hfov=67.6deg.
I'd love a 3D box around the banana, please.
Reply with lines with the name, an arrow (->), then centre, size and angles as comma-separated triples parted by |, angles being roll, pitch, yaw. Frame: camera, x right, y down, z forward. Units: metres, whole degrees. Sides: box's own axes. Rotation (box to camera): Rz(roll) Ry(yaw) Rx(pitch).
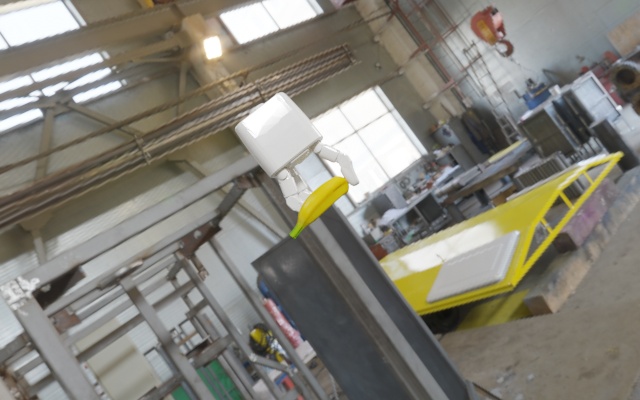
banana -> 0.010, -0.007, 0.785 | 0.070, 0.037, 0.197 | -44, -3, 35
